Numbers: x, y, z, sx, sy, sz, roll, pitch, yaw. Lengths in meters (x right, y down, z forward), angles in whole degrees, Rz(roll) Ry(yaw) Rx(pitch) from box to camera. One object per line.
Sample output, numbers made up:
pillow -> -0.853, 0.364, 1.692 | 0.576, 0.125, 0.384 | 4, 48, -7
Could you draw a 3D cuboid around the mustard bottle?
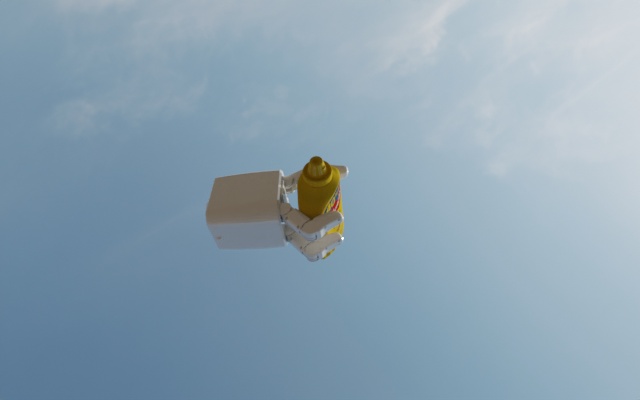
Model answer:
mustard bottle -> 0.000, 0.003, 0.712 | 0.058, 0.096, 0.192 | 16, -33, 16
